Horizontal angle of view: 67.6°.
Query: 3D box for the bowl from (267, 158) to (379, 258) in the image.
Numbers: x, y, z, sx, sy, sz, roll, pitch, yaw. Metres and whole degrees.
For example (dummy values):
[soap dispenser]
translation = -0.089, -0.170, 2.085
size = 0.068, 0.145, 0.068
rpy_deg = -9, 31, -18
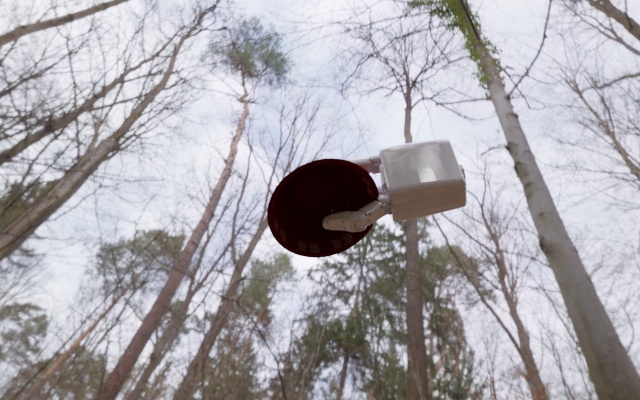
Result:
[bowl]
translation = -0.001, 0.002, 0.685
size = 0.162, 0.162, 0.055
rpy_deg = 0, 30, -16
